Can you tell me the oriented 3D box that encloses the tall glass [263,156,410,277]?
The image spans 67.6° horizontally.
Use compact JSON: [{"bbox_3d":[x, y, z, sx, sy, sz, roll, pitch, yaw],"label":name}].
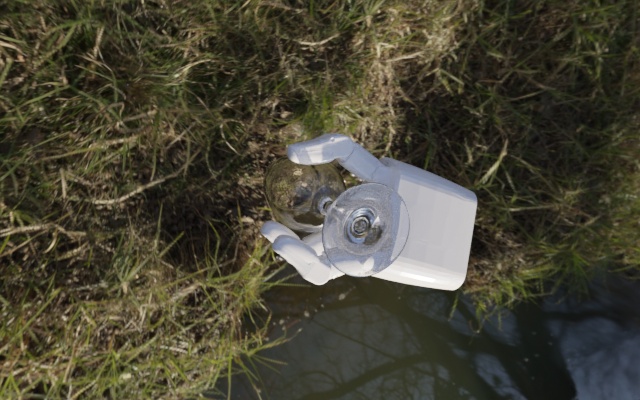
[{"bbox_3d":[0.000,0.002,0.450,0.079,0.079,0.201,0,13,-22],"label":"tall glass"}]
